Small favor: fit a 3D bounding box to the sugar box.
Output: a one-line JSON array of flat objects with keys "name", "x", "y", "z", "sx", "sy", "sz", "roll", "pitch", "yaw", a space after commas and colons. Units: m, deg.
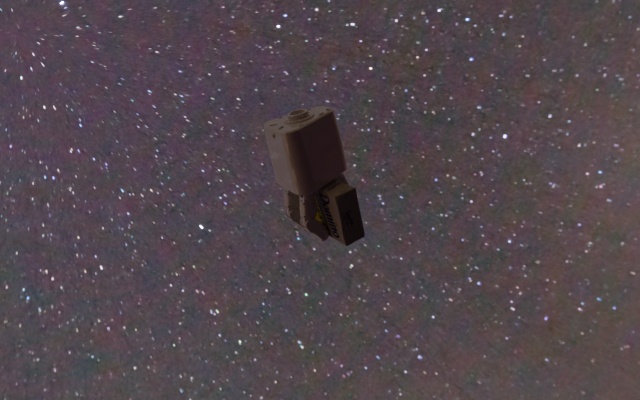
[{"name": "sugar box", "x": 0.000, "y": 0.003, "z": 0.814, "sx": 0.048, "sy": 0.093, "sz": 0.176, "roll": -26, "pitch": 29, "yaw": -22}]
